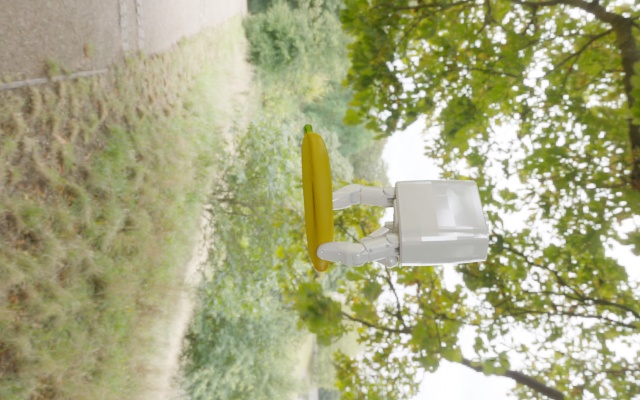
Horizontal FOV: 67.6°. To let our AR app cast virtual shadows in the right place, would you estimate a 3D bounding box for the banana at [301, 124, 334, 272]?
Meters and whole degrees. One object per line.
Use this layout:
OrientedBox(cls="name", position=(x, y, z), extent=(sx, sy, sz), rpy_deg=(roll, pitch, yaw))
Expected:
OrientedBox(cls="banana", position=(-0.002, 0.001, 0.607), extent=(0.037, 0.198, 0.069), rpy_deg=(-3, 6, 5))
